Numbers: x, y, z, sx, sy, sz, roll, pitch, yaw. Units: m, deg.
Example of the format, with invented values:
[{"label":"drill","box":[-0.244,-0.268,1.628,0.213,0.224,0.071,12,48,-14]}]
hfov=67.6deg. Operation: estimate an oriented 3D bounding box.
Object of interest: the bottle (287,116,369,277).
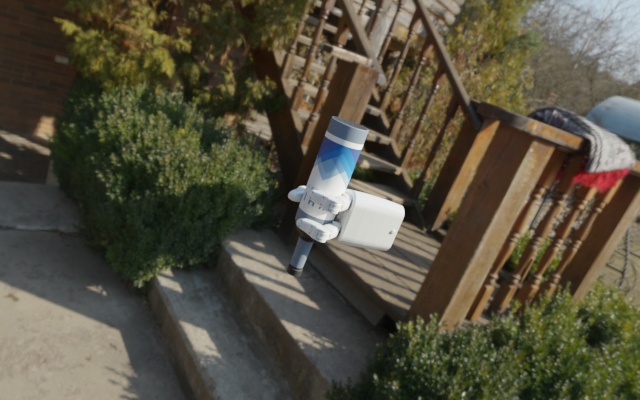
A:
[{"label":"bottle","box":[0.000,0.002,0.842,0.069,0.296,0.069,19,17,-6]}]
